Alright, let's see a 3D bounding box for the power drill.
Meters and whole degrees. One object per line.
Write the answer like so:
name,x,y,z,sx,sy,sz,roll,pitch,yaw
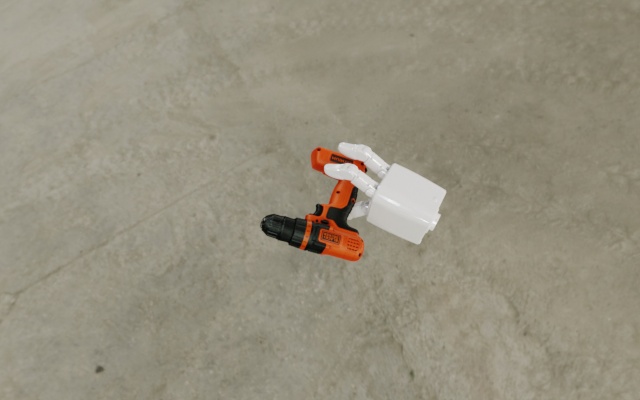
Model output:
power drill,0.001,0.002,0.850,0.184,0.187,0.057,18,-21,-11
